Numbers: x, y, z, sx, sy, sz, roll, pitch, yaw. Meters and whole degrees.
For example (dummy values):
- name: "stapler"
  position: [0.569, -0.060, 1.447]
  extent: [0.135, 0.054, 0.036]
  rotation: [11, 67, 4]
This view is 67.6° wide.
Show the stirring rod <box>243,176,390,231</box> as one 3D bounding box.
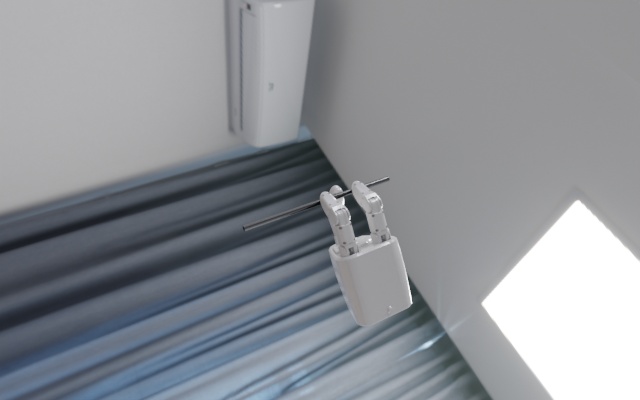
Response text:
- name: "stirring rod"
  position: [0.000, 0.002, 0.700]
  extent: [0.239, 0.011, 0.011]
  rotation: [-19, 7, -22]
